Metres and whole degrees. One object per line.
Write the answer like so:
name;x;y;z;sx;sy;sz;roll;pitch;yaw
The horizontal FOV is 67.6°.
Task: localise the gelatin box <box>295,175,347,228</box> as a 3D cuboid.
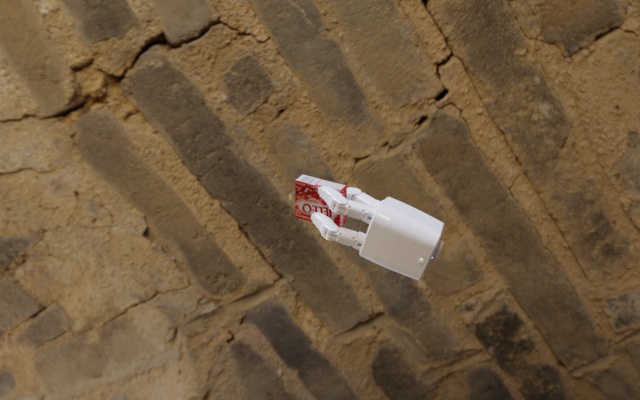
gelatin box;0.000;0.002;0.813;0.089;0.073;0.030;15;31;23
